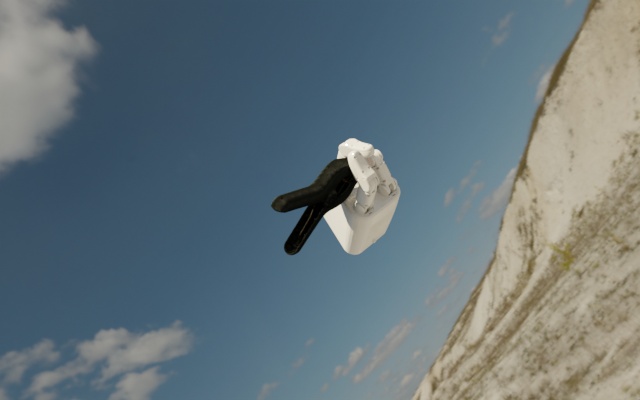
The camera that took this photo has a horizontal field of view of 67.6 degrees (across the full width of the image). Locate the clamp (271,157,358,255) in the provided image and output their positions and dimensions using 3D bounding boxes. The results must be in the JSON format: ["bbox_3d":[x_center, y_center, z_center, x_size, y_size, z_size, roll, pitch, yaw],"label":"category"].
[{"bbox_3d":[0.000,0.002,0.681,0.171,0.120,0.039,-34,61,-29],"label":"clamp"}]
